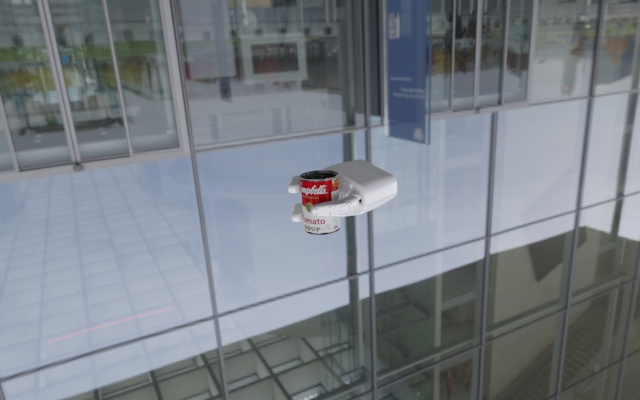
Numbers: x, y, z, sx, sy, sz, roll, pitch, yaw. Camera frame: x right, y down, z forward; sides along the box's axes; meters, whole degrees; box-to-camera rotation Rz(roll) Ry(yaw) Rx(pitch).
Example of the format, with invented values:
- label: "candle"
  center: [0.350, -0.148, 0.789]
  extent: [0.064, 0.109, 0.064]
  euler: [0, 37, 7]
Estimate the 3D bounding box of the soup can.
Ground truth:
- label: "soup can"
  center: [0.000, 0.003, 0.853]
  extent: [0.068, 0.102, 0.068]
  euler: [-3, 17, 1]
